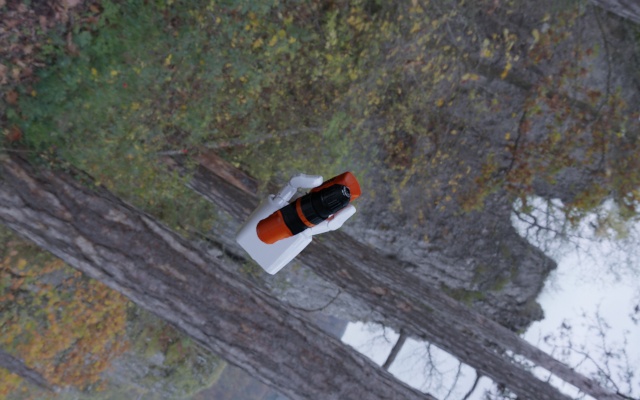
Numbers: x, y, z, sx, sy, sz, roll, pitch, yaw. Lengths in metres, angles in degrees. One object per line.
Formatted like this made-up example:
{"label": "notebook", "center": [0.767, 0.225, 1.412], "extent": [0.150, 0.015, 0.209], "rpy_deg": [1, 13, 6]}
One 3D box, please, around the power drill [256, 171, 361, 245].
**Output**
{"label": "power drill", "center": [0.000, 0.003, 0.818], "extent": [0.184, 0.057, 0.187], "rpy_deg": [-25, 2, 31]}
